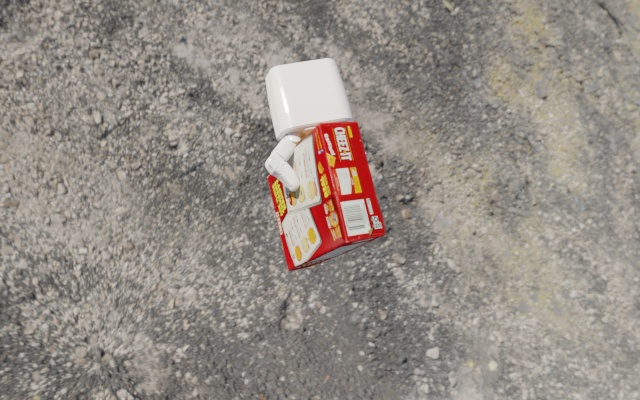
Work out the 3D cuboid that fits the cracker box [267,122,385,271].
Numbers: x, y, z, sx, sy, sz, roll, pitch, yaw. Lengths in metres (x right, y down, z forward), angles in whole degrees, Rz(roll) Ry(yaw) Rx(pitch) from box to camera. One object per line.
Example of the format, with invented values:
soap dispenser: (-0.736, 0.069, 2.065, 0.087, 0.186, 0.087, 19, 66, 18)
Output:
cracker box: (0.000, 0.002, 0.709, 0.072, 0.164, 0.214, -7, -14, -26)
